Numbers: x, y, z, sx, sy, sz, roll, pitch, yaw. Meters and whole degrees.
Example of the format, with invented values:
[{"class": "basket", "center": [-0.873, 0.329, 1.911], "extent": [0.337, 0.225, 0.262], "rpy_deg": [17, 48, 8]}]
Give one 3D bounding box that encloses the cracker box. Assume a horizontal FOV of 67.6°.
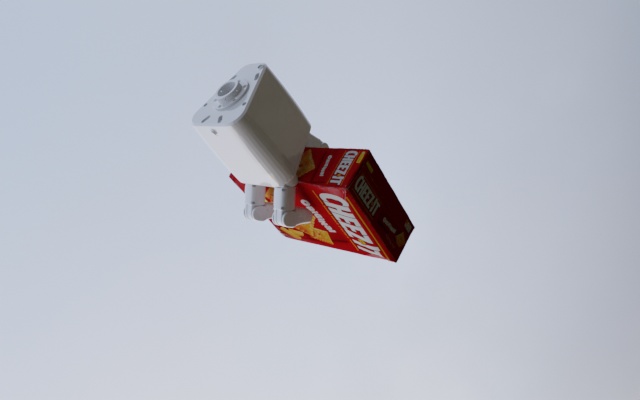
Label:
[{"class": "cracker box", "center": [0.000, 0.002, 0.668], "extent": [0.213, 0.072, 0.164], "rpy_deg": [9, -32, 41]}]
